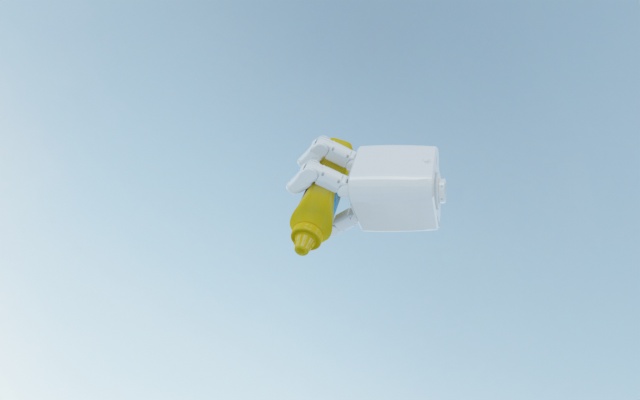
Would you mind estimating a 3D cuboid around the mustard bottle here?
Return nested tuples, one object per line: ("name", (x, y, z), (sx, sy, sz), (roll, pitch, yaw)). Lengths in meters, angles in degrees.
("mustard bottle", (0.000, 0.002, 0.664), (0.058, 0.096, 0.191), (19, 44, 2))
